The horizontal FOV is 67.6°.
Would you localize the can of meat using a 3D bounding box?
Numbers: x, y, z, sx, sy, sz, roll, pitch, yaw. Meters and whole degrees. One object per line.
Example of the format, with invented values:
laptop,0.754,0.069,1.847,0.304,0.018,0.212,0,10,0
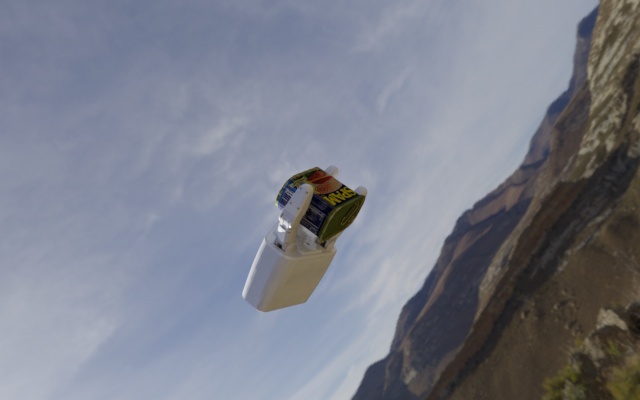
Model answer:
can of meat,0.000,0.002,0.657,0.084,0.057,0.102,35,29,19
